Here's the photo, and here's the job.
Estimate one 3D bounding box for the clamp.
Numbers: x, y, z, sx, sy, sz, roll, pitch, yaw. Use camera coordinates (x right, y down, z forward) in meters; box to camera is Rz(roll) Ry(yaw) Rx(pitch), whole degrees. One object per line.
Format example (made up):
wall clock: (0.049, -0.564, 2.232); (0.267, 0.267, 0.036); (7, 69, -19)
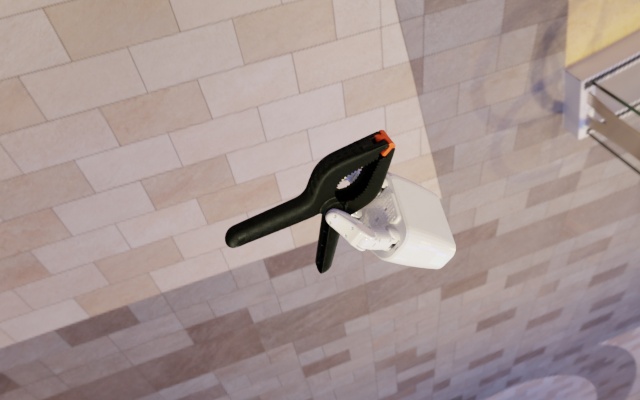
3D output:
clamp: (0.001, 0.002, 0.547); (0.164, 0.210, 0.036); (15, 33, -40)
